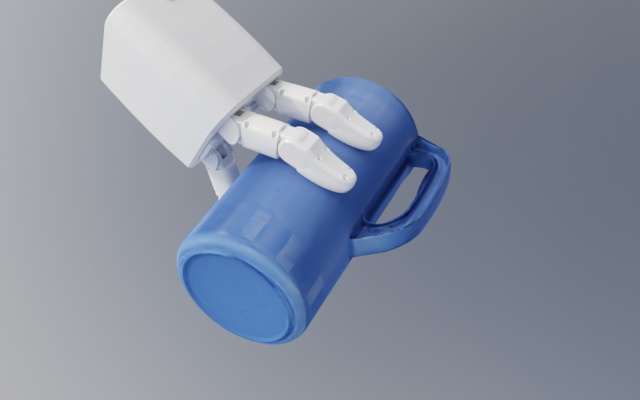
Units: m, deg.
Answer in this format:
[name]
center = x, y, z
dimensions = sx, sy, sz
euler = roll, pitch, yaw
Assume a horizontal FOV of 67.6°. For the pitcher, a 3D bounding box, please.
[pitcher]
center = 0.000, 0.001, 0.413
dimensions = 0.149, 0.145, 0.242
euler = -35, 14, 44
